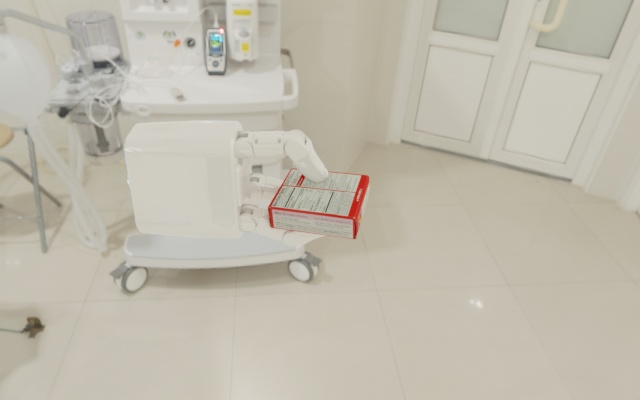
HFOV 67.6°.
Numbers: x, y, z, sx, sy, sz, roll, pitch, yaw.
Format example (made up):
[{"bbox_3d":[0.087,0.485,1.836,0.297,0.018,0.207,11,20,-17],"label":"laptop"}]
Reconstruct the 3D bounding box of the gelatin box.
[{"bbox_3d":[0.000,0.001,0.483,0.089,0.030,0.073,6,37,14],"label":"gelatin box"}]
